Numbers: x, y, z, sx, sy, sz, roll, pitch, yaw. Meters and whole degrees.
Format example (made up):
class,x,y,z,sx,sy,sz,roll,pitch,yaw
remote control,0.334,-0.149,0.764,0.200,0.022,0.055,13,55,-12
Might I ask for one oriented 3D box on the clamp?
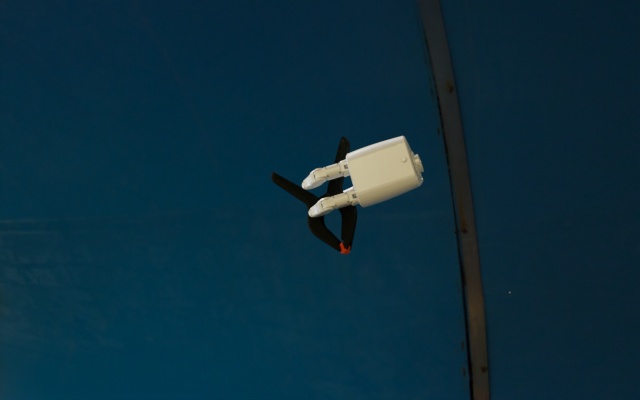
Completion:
class,x,y,z,sx,sy,sz,roll,pitch,yaw
clamp,0.001,0.003,0.879,0.164,0.210,0.036,-19,-16,16
